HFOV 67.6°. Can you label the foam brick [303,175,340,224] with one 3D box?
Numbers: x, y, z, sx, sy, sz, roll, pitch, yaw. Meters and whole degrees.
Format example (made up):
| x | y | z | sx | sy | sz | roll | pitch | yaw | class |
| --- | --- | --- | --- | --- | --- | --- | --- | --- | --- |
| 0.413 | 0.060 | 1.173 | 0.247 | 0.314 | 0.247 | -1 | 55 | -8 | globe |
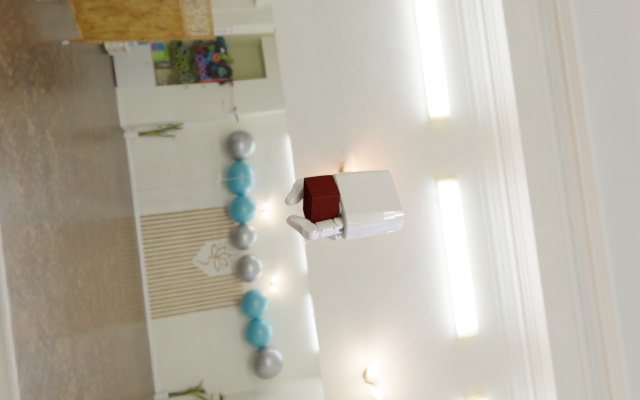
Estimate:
| x | y | z | sx | sy | sz | roll | pitch | yaw | class |
| --- | --- | --- | --- | --- | --- | --- | --- | --- | --- |
| 0.000 | 0.003 | 0.805 | 0.051 | 0.078 | 0.053 | -7 | 44 | -11 | foam brick |
